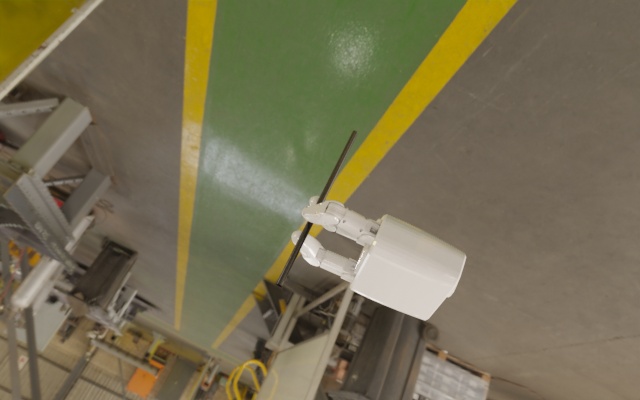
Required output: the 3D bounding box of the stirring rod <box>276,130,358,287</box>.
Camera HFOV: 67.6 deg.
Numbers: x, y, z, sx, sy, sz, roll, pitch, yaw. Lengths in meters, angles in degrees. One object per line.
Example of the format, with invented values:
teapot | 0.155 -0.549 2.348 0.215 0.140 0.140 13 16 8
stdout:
stirring rod | 0.000 0.002 0.604 0.011 0.239 0.011 21 -27 11
